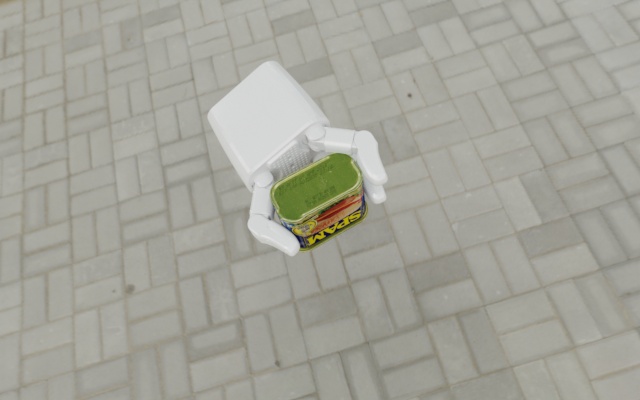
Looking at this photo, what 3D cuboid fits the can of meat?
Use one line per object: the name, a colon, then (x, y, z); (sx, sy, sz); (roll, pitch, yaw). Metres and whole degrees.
can of meat: (0.000, 0.002, 0.519); (0.102, 0.057, 0.084); (-29, -25, -7)
